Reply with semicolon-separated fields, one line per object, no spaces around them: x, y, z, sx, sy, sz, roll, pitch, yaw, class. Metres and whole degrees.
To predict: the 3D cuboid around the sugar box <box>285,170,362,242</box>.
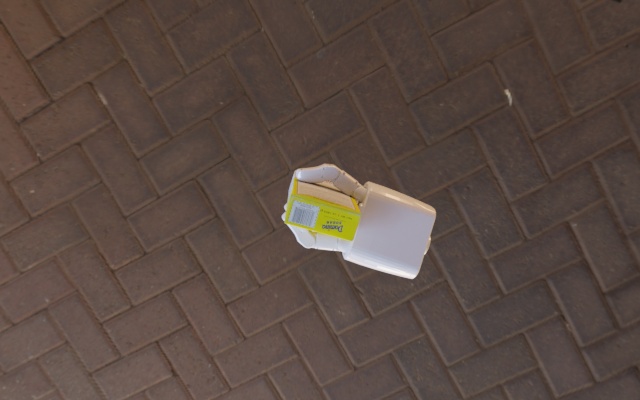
0.000;0.003;0.677;0.093;0.048;0.176;16;10;-5;sugar box
